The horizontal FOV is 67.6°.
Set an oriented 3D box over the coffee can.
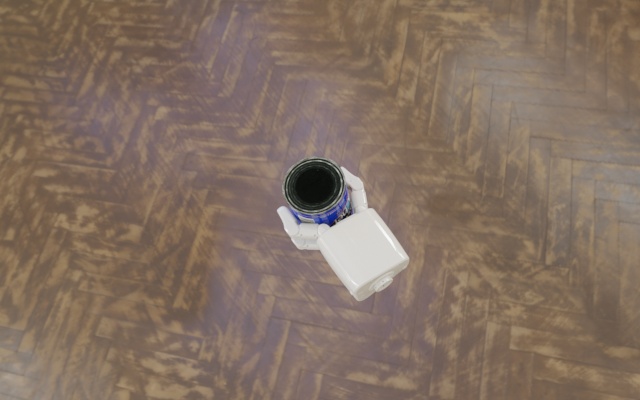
[{"bbox_3d":[0.000,0.003,0.816,0.103,0.102,0.140,0,-23,10],"label":"coffee can"}]
